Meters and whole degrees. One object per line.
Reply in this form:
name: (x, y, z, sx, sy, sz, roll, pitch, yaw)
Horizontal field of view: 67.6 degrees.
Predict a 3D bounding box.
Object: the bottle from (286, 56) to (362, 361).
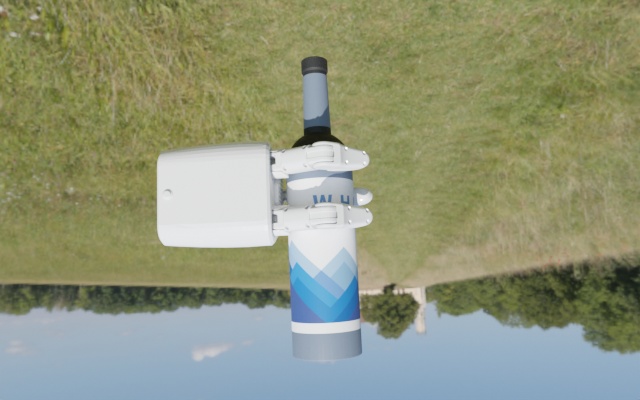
bottle: (0.000, 0.002, 0.475, 0.069, 0.295, 0.069, -3, -7, 0)
